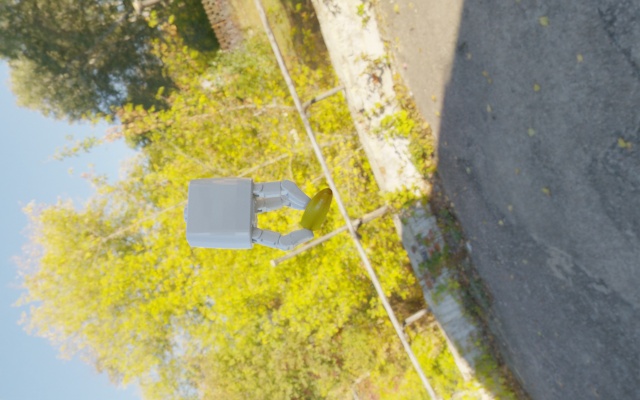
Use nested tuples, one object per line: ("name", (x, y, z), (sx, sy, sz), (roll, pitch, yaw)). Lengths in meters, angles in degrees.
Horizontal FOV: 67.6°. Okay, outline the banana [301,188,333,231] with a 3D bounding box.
("banana", (-0.008, 0.020, 0.802), (0.037, 0.069, 0.198), (25, -6, 1))
